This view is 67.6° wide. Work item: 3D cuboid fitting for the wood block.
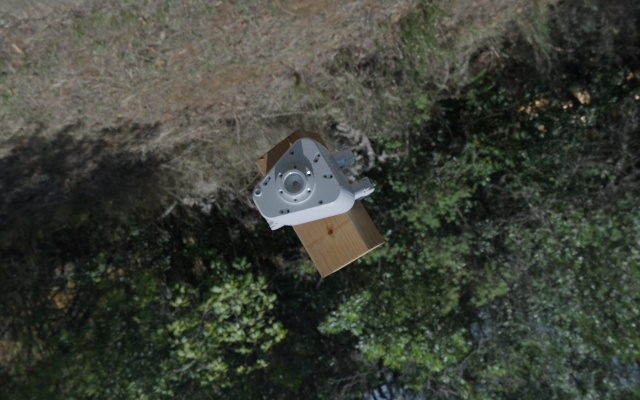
[{"bbox_3d":[0.000,0.003,0.742,0.091,0.206,0.090,-34,-9,20],"label":"wood block"}]
